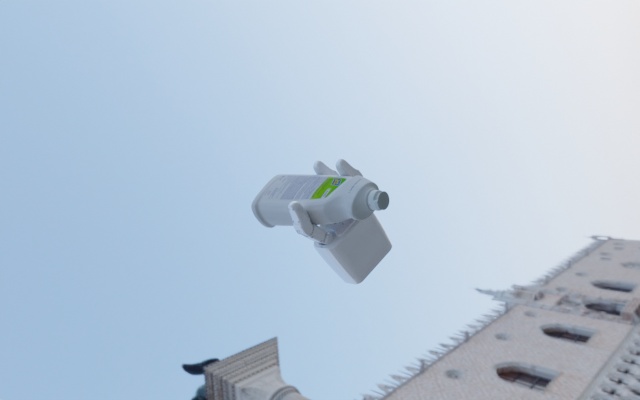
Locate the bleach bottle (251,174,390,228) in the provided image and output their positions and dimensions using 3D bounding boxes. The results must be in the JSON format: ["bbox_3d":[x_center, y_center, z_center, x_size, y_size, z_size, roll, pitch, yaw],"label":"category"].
[{"bbox_3d":[0.000,0.002,0.787,0.251,0.102,0.068,3,-43,45],"label":"bleach bottle"}]
